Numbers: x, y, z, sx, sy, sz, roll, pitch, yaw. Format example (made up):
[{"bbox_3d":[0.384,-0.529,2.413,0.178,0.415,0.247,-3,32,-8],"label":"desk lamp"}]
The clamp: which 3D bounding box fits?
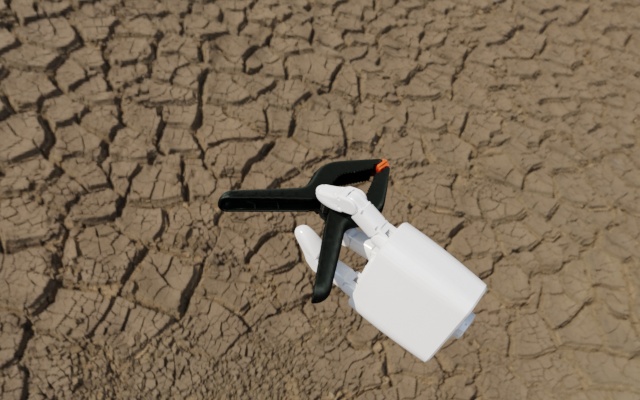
[{"bbox_3d":[0.001,0.001,0.552,0.164,0.036,0.210,37,53,17],"label":"clamp"}]
